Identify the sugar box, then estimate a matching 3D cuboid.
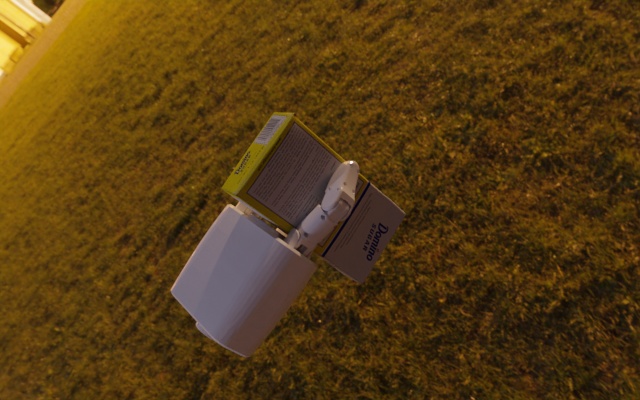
[{"bbox_3d":[0.000,0.002,0.480,0.176,0.093,0.048,40,-11,-33],"label":"sugar box"}]
